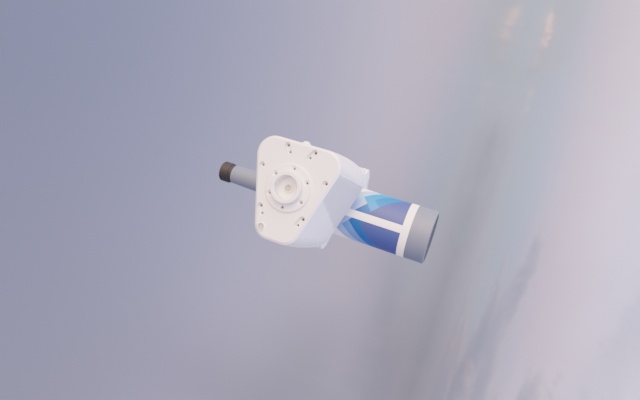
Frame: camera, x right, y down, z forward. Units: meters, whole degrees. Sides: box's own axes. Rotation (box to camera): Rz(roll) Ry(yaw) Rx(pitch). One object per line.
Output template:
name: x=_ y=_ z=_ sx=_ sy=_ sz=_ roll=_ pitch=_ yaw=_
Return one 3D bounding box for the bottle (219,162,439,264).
bottle: x=0.000 y=0.002 z=0.621 sx=0.295 sy=0.069 sz=0.069 roll=18 pitch=5 yaw=17
